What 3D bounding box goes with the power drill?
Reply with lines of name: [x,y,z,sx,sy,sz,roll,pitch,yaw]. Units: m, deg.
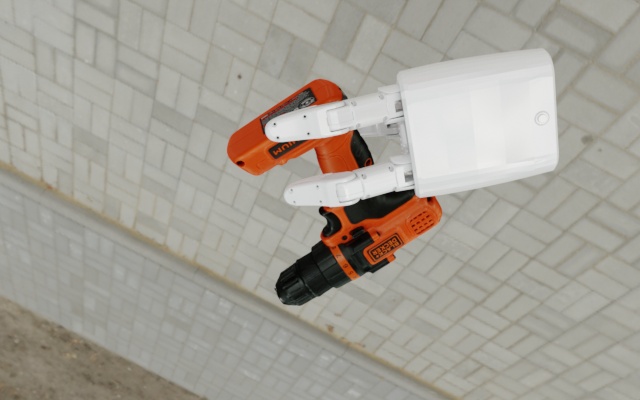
power drill: [0.000,0.001,0.435,0.184,0.188,0.057,-34,34,5]
